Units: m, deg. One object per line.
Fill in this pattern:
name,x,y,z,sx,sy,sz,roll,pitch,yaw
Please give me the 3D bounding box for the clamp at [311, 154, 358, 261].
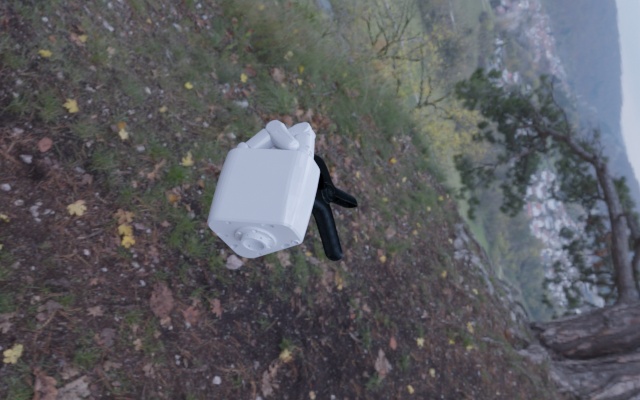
clamp,0.001,0.002,0.674,0.039,0.120,0.171,-17,-44,28
